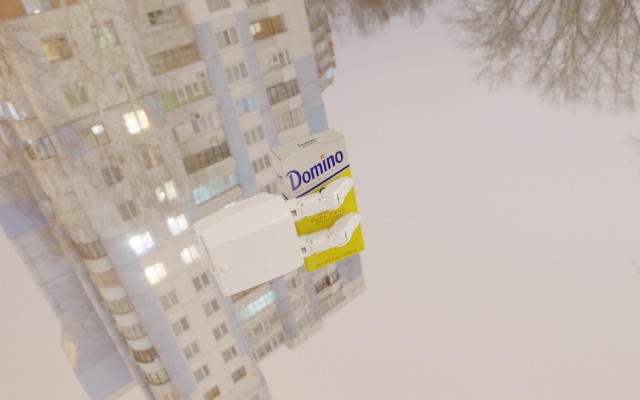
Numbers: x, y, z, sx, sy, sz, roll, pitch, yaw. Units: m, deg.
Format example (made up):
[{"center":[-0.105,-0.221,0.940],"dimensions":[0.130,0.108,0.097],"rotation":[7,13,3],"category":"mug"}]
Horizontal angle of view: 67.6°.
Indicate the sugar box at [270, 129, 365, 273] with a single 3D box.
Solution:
[{"center":[0.000,0.002,0.644],"dimensions":[0.093,0.176,0.048],"rotation":[-21,30,-15],"category":"sugar box"}]
